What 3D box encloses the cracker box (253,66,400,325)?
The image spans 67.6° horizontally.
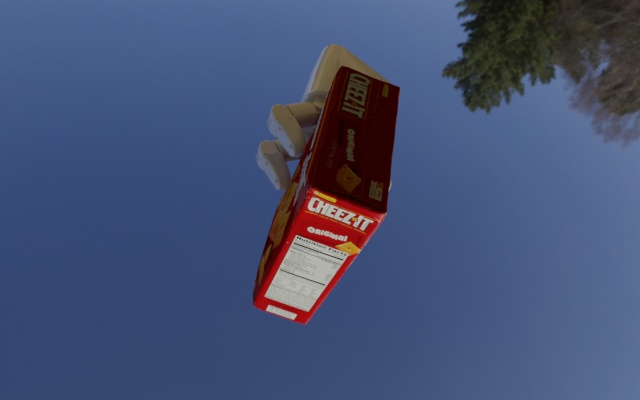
[{"bbox_3d":[0.000,0.002,0.481,0.072,0.164,0.214,19,-41,-7],"label":"cracker box"}]
